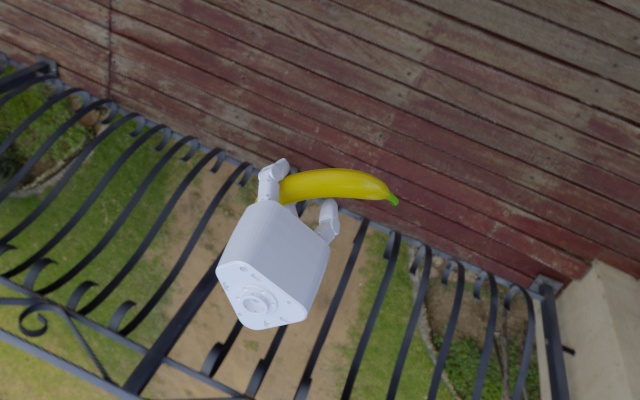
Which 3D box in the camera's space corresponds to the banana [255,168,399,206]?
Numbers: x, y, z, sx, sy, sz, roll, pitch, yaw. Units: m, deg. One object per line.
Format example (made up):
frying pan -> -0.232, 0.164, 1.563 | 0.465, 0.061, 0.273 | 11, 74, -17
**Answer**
banana -> 0.001, -0.012, 0.626 | 0.198, 0.070, 0.037 | 0, 42, 12
